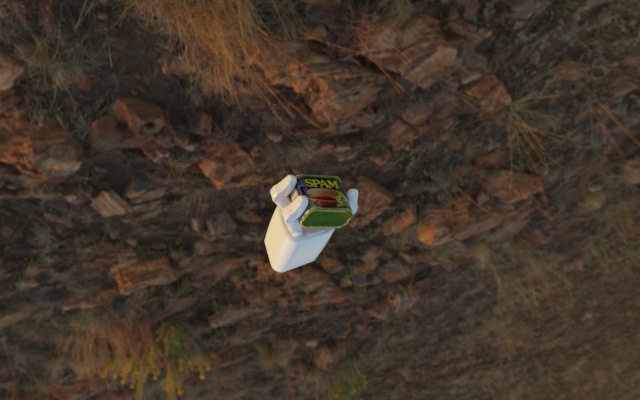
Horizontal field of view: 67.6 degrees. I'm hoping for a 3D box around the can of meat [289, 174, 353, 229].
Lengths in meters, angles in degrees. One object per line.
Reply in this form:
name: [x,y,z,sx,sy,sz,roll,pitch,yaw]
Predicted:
can of meat: [0.000,0.003,0.866,0.102,0.084,0.057,2,-42,-29]
